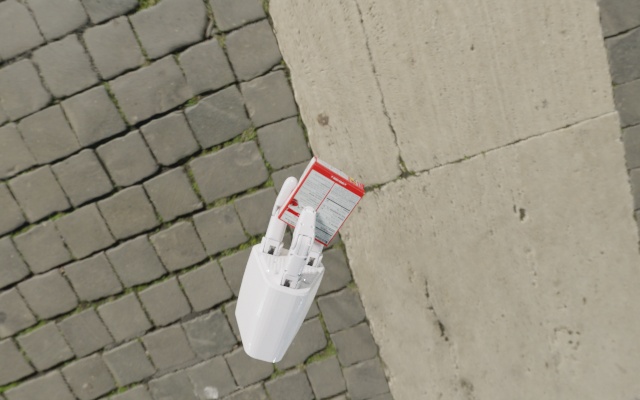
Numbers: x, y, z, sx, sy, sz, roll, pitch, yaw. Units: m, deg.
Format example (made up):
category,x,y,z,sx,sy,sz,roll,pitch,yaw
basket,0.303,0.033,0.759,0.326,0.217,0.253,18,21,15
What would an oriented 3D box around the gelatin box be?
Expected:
category,x,y,z,sx,sy,sz,roll,pitch,yaw
gelatin box,0.000,0.002,0.586,0.073,0.089,0.030,30,21,-12
